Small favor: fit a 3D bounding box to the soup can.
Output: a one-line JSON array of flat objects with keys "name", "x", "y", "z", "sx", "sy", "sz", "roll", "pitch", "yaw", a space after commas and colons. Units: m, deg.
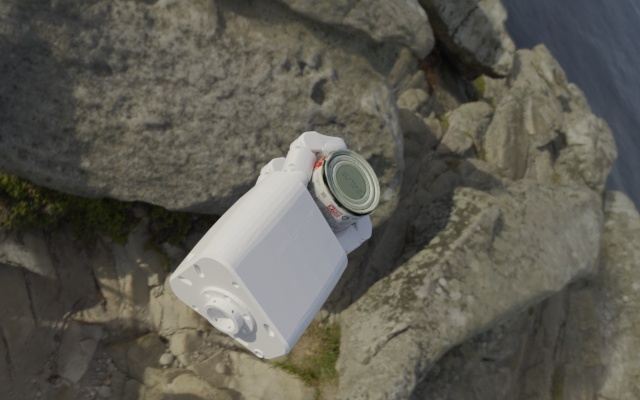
[{"name": "soup can", "x": 0.001, "y": 0.001, "z": 0.465, "sx": 0.068, "sy": 0.068, "sz": 0.102, "roll": 0, "pitch": -23, "yaw": -40}]
